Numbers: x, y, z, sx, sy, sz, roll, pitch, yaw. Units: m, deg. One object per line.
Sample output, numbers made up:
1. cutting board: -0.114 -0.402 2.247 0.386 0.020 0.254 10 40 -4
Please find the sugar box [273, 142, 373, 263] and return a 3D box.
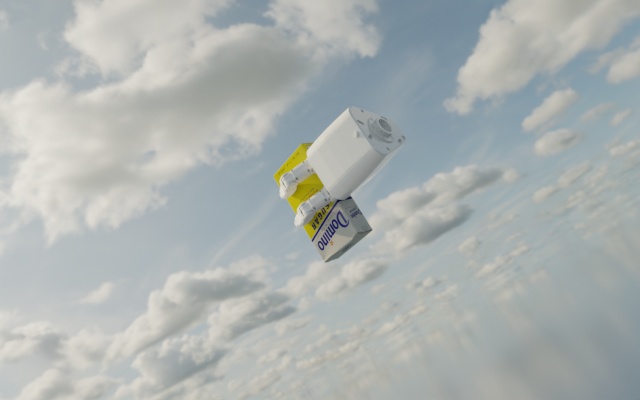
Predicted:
1. sugar box: 0.000 0.002 0.778 0.048 0.176 0.093 -9 -28 -48
